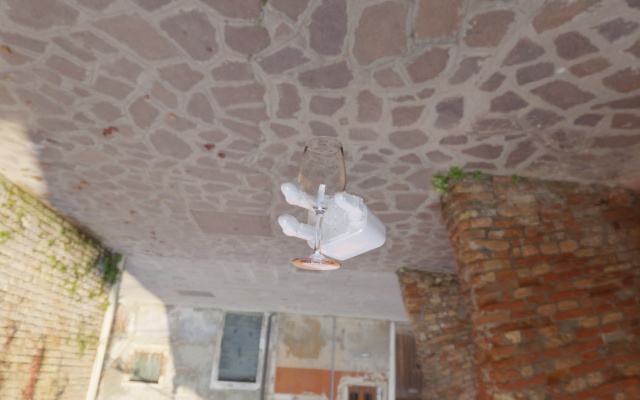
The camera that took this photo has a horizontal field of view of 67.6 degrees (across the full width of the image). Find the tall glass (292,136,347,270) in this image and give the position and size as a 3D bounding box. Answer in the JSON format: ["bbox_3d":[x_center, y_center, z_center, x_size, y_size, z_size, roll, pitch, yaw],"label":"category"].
[{"bbox_3d":[0.000,0.003,0.747,0.079,0.201,0.079,3,-20,1],"label":"tall glass"}]
